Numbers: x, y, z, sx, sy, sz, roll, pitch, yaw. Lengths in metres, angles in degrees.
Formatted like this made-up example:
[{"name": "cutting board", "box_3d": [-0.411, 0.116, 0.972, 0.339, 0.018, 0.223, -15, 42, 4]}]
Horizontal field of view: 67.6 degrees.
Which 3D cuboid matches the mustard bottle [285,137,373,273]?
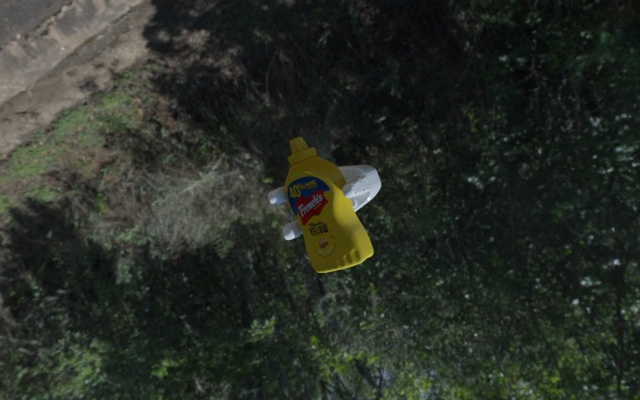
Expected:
[{"name": "mustard bottle", "box_3d": [0.000, 0.003, 0.674, 0.096, 0.191, 0.058, -19, 3, 42]}]
